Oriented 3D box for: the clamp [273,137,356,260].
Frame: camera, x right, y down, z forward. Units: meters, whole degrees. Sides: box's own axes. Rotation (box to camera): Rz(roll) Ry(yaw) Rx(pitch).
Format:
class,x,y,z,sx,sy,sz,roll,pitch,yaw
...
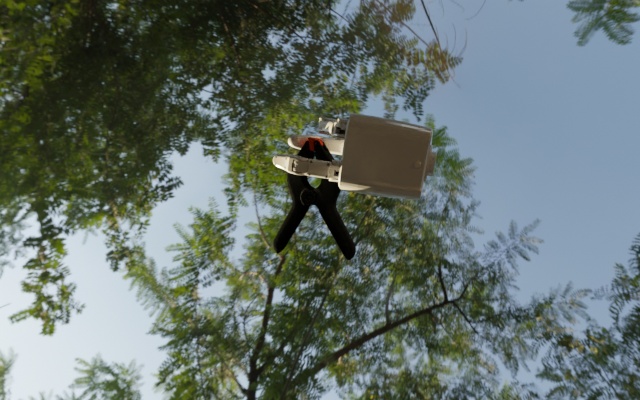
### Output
class,x,y,z,sx,sy,sz,roll,pitch,yaw
clamp,0.000,0.002,0.657,0.120,0.171,0.039,11,11,12
